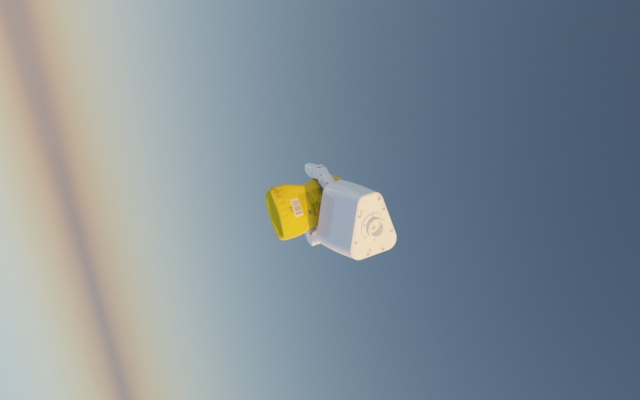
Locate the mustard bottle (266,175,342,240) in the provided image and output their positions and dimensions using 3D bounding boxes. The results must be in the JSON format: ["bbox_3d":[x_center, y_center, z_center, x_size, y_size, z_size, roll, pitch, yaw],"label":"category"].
[{"bbox_3d":[0.000,0.003,0.885,0.191,0.096,0.058,-16,-6,-27],"label":"mustard bottle"}]
